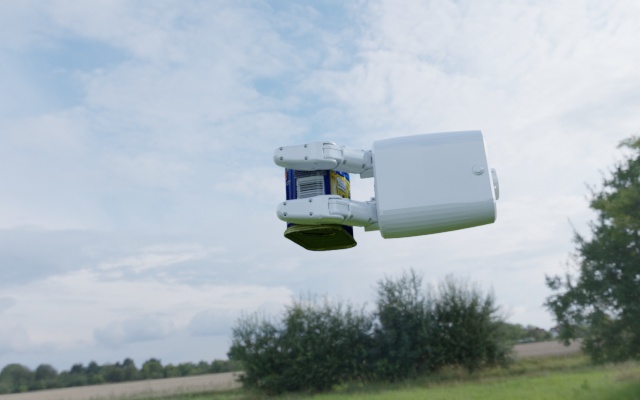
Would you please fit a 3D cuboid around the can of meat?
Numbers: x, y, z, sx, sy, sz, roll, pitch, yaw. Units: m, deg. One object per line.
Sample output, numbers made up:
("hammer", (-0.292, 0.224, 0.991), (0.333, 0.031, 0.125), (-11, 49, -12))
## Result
("can of meat", (0.000, 0.001, 0.495), (0.057, 0.084, 0.102), (-8, -18, 16))
